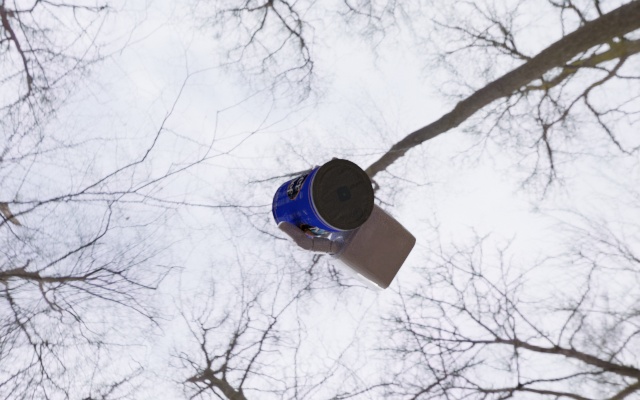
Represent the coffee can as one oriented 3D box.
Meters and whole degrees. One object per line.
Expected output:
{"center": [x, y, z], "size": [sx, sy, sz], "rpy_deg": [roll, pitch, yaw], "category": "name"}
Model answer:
{"center": [0.000, 0.002, 0.727], "size": [0.103, 0.103, 0.140], "rpy_deg": [0, -9, -30], "category": "coffee can"}
